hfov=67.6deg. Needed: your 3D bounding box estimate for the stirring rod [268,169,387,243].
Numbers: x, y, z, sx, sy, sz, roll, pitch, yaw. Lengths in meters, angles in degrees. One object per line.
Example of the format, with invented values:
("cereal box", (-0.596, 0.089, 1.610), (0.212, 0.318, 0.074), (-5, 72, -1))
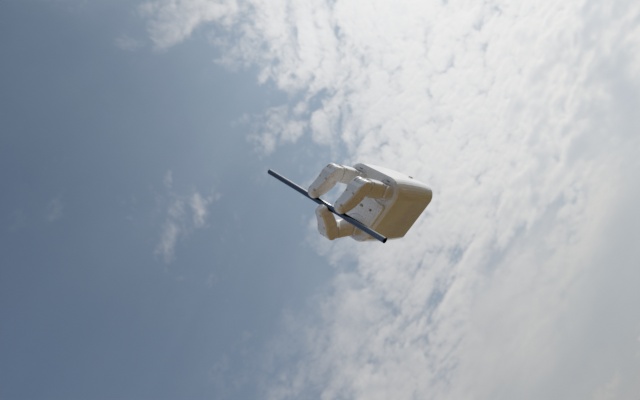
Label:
("stirring rod", (0.000, 0.002, 0.661), (0.011, 0.011, 0.239), (0, 23, -45))
